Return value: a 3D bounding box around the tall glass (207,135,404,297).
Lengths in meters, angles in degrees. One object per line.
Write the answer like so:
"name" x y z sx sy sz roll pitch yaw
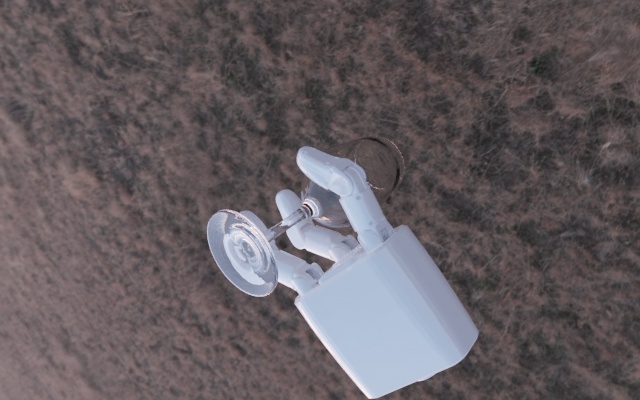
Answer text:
"tall glass" 0.000 0.002 0.428 0.079 0.079 0.201 0 24 42
